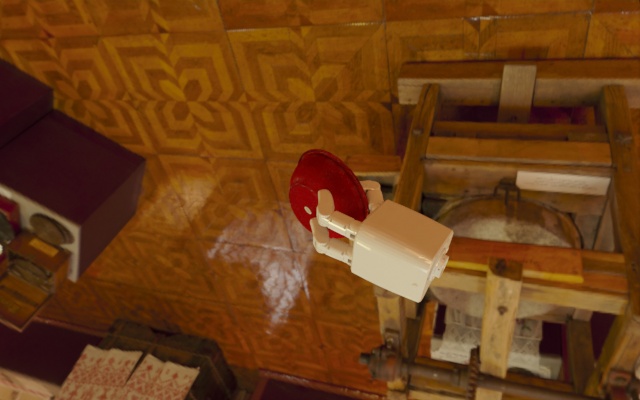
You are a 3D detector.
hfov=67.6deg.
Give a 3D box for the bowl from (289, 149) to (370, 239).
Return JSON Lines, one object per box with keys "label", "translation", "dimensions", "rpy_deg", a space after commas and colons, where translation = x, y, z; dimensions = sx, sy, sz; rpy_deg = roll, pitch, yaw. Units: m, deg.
{"label": "bowl", "translation": [-0.001, 0.002, 0.755], "dimensions": [0.055, 0.162, 0.162], "rpy_deg": [-34, 19, -32]}
